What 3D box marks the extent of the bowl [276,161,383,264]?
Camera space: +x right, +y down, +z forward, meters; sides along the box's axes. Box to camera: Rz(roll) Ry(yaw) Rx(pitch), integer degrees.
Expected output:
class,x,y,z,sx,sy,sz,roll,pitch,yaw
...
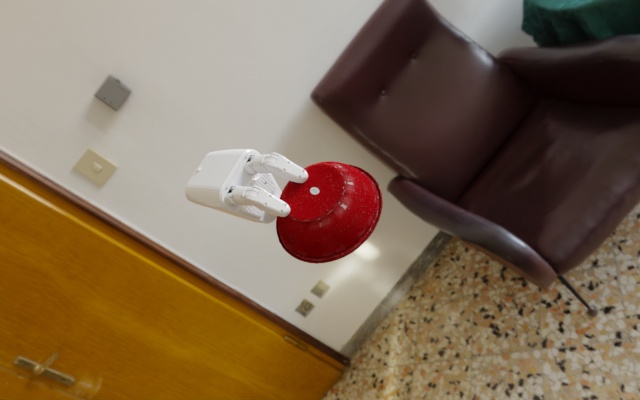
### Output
class,x,y,z,sx,sy,sz,roll,pitch,yaw
bowl,0.001,0.002,0.653,0.162,0.162,0.055,0,-31,26
